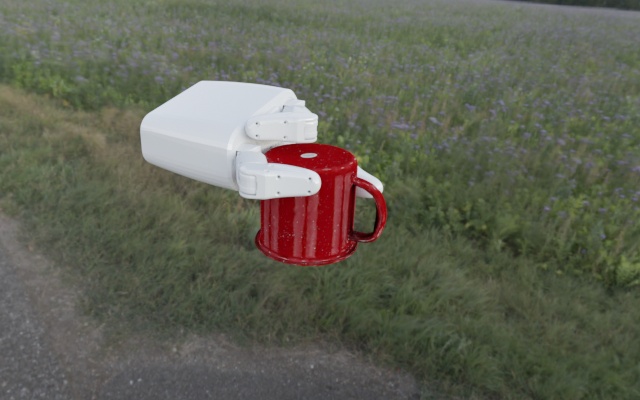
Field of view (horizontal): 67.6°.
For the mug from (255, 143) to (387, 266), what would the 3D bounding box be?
[{"bbox_3d":[0.001,0.001,0.410,0.117,0.081,0.093,13,25,23],"label":"mug"}]
